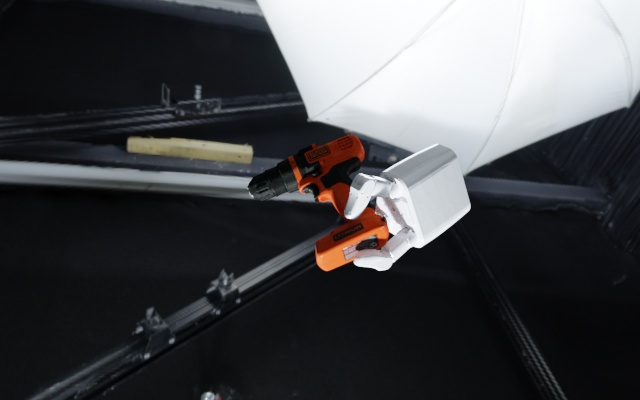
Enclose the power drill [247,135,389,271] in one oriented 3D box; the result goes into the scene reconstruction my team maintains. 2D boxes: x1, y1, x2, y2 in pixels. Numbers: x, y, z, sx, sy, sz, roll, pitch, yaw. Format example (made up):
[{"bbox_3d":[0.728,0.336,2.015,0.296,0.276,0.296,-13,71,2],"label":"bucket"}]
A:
[{"bbox_3d":[0.001,0.002,0.679,0.184,0.187,0.057,-24,-34,-1],"label":"power drill"}]
